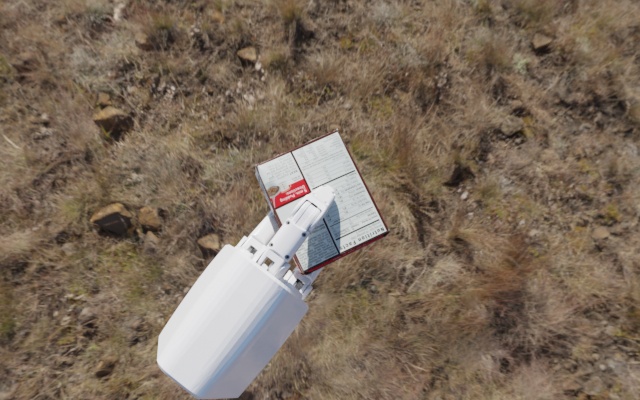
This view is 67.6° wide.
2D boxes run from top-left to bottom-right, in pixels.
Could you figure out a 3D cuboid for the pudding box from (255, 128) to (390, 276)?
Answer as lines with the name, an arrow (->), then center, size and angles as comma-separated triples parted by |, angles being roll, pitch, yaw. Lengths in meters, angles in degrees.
pudding box -> 0.000, 0.001, 0.450 | 0.090, 0.113, 0.039 | -24, -7, -8
